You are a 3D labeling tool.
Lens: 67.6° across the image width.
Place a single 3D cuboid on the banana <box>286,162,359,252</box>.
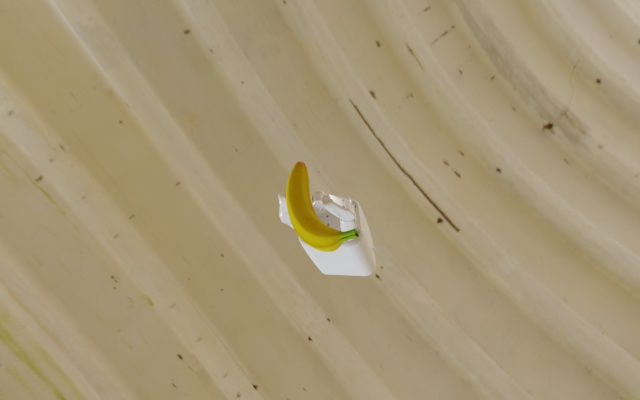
[{"bbox_3d":[-0.014,0.015,0.687,0.069,0.037,0.197,-35,44,-2],"label":"banana"}]
